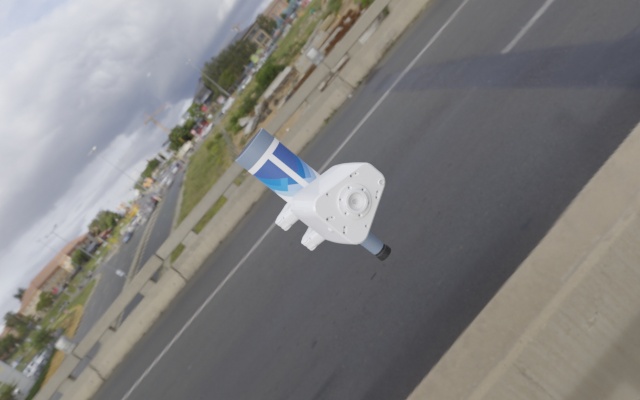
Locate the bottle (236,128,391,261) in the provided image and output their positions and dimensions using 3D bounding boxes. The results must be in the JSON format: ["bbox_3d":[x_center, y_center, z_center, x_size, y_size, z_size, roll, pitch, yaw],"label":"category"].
[{"bbox_3d":[0.000,0.002,0.774,0.296,0.069,0.069,39,-12,-15],"label":"bottle"}]
